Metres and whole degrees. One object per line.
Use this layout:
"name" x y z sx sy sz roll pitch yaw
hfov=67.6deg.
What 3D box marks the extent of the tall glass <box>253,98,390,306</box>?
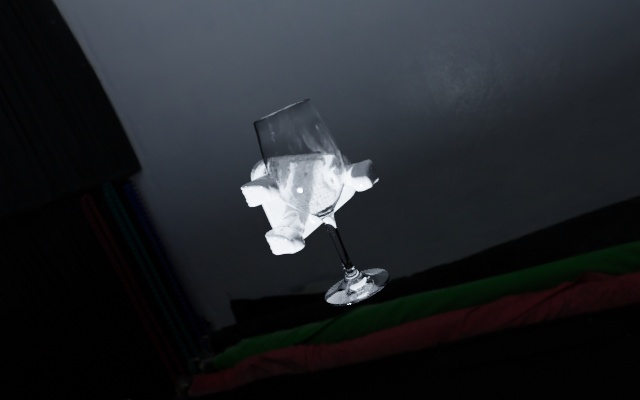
"tall glass" 0.000 0.002 0.488 0.079 0.201 0.079 -22 10 4
